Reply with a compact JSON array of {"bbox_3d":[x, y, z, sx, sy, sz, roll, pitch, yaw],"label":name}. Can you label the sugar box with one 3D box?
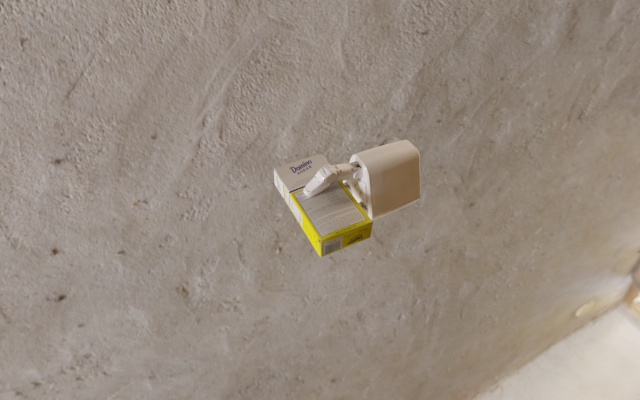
[{"bbox_3d":[0.000,0.003,0.779,0.093,0.048,0.176,-19,48,-19],"label":"sugar box"}]
